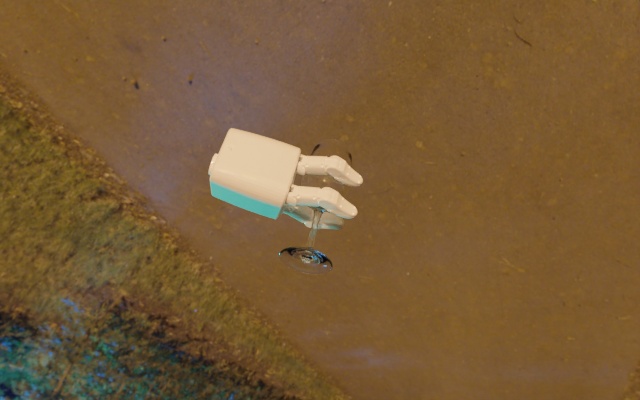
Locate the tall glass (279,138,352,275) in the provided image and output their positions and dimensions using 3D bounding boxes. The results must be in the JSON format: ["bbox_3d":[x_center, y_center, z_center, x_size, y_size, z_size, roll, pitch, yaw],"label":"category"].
[{"bbox_3d":[0.000,0.003,0.701,0.079,0.201,0.079,10,-34,7],"label":"tall glass"}]
